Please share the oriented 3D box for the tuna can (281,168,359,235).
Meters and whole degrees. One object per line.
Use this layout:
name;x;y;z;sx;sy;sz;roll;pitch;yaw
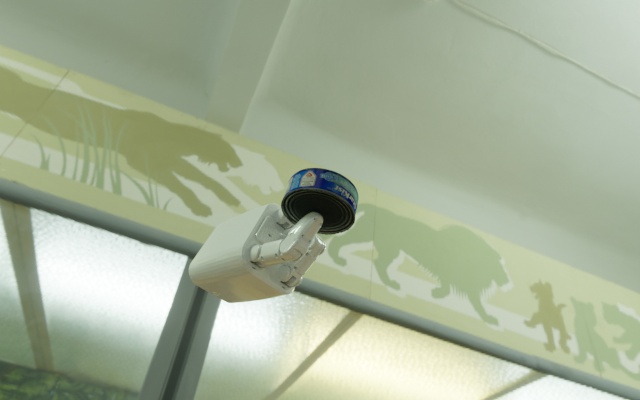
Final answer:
tuna can;0.000;0.001;0.548;0.086;0.033;0.086;9;-36;7
